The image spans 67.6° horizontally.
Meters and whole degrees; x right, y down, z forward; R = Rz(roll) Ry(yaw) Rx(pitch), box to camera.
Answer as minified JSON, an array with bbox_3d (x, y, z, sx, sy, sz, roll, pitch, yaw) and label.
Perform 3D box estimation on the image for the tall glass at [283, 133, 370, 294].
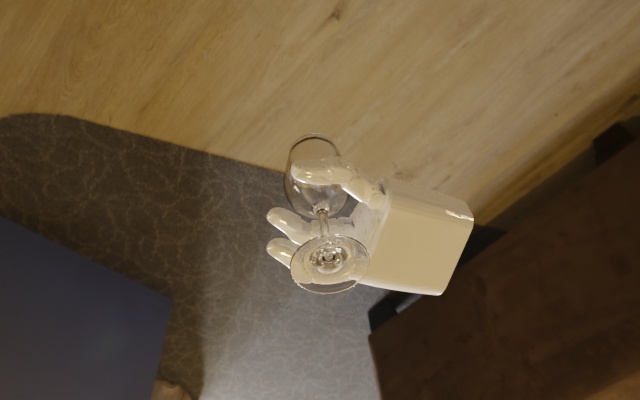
[{"bbox_3d":[0.000,0.002,0.516,0.079,0.079,0.201,0,36,-7],"label":"tall glass"}]
